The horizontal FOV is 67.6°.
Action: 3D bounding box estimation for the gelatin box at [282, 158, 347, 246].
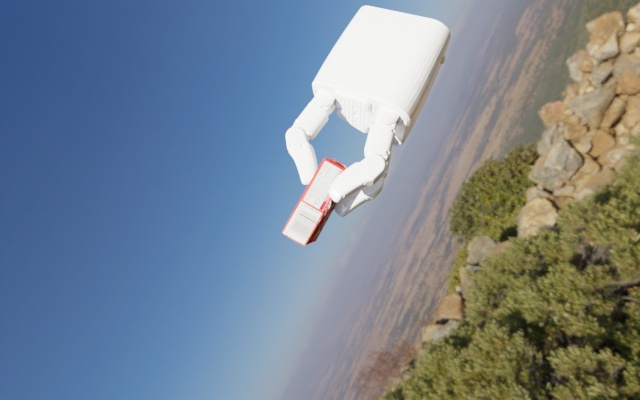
[{"bbox_3d":[0.000,0.002,0.499,0.030,0.089,0.073,30,3,7],"label":"gelatin box"}]
